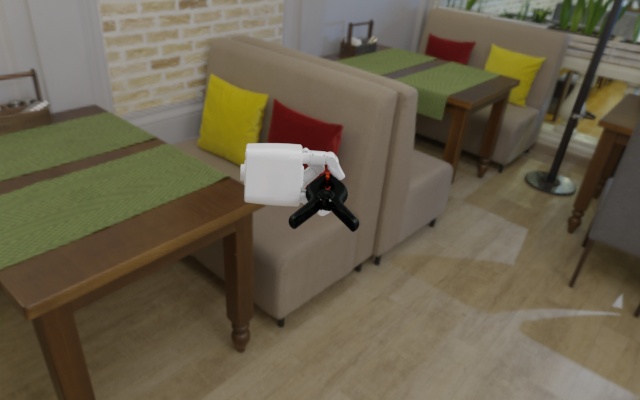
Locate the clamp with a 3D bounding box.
[{"bbox_3d":[0.000,0.002,0.874,0.120,0.039,0.171,3,30,-8],"label":"clamp"}]
